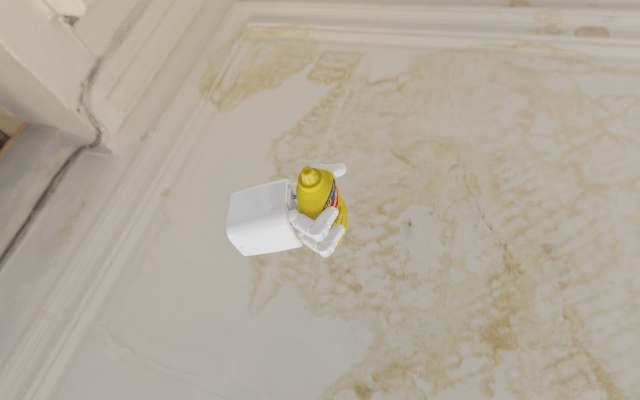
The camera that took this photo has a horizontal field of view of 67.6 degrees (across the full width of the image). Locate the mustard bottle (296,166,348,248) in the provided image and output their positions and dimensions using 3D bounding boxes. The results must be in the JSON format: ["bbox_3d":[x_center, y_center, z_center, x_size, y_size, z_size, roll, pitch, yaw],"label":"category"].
[{"bbox_3d":[0.001,0.003,0.805,0.058,0.096,0.192,10,-27,21],"label":"mustard bottle"}]
